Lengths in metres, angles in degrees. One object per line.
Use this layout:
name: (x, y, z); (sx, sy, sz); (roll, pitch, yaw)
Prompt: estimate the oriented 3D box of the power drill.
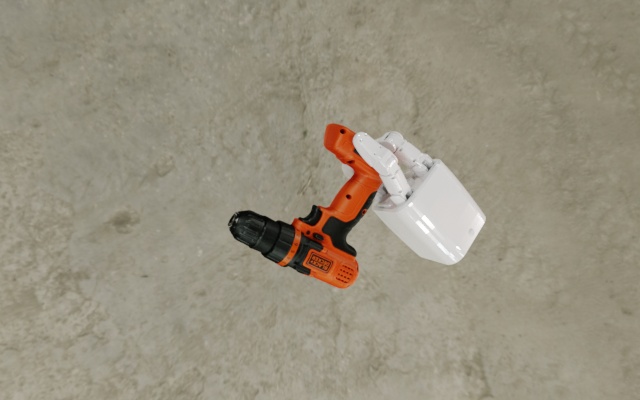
power drill: (0.001, 0.002, 0.600); (0.184, 0.187, 0.057); (28, 1, -26)
